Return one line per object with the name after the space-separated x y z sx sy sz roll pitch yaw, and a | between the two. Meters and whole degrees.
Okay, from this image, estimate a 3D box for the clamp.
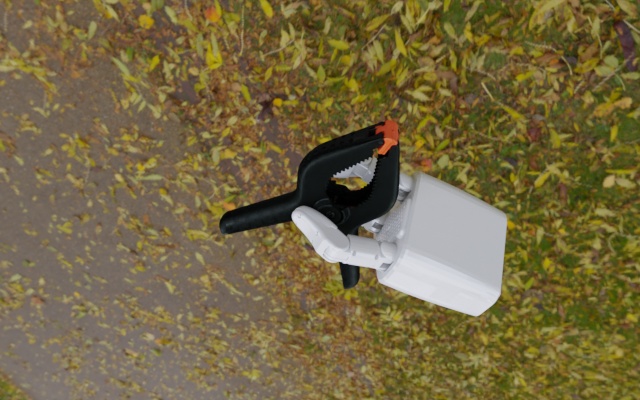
0.000 0.002 0.454 0.164 0.036 0.210 21 -46 -10 | clamp
